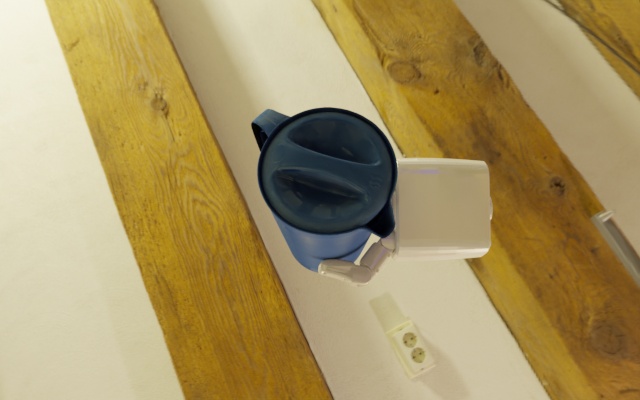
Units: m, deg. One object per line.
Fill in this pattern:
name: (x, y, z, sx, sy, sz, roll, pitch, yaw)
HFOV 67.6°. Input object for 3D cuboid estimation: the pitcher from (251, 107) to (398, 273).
pitcher: (0.000, 0.002, 0.559, 0.145, 0.149, 0.243, -1, -20, -1)
